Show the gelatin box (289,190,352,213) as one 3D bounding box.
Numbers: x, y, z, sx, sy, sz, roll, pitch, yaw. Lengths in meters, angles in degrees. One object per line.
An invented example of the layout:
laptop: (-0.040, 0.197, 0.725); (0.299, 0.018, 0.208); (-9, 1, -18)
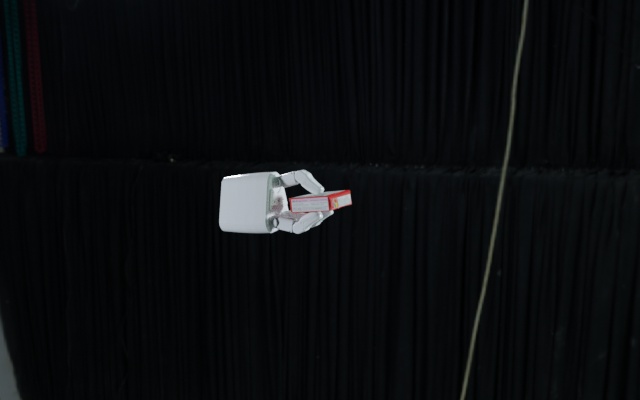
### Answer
gelatin box: (0.000, 0.002, 0.862); (0.089, 0.030, 0.073); (-5, 6, 35)
